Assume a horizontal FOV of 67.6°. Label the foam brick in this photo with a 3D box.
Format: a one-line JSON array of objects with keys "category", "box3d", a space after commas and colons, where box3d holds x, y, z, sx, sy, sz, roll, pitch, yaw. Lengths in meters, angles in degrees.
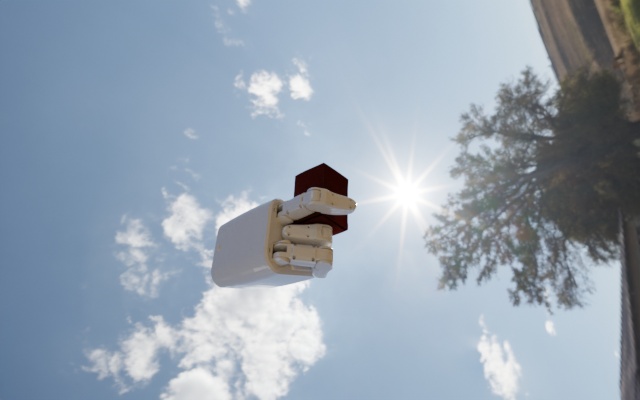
[{"category": "foam brick", "box3d": [0.000, 0.002, 0.607, 0.051, 0.078, 0.053, -22, -40, 35]}]
